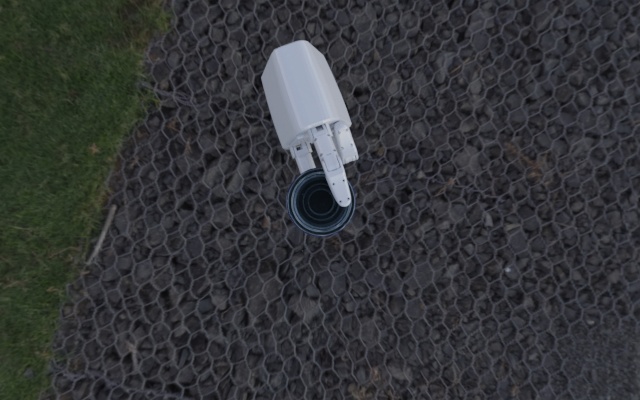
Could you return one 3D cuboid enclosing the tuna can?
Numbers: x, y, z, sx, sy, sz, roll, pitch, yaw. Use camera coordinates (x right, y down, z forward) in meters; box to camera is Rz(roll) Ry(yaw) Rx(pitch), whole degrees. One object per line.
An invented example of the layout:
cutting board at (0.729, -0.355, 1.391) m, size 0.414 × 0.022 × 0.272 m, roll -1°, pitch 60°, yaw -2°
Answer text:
tuna can at (0.000, 0.002, 0.591) m, size 0.086 × 0.086 × 0.034 m, roll 0°, pitch -1°, yaw -4°
